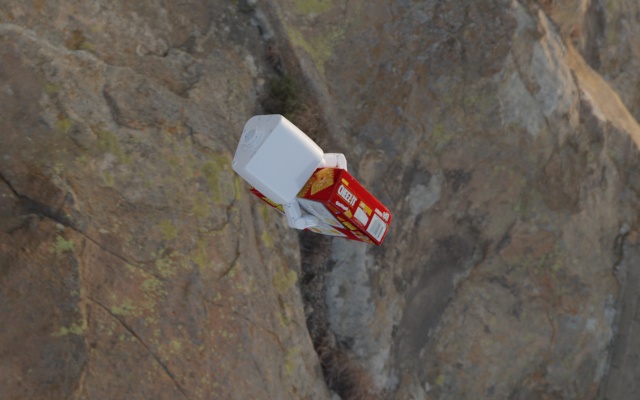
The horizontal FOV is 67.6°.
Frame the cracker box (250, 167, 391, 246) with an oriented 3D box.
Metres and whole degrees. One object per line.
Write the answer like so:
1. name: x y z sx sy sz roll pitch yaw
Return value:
1. cracker box: 0.000 0.003 0.879 0.213 0.072 0.164 8 -23 46
